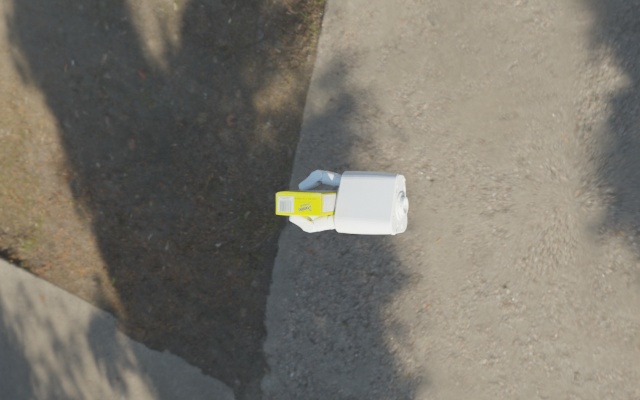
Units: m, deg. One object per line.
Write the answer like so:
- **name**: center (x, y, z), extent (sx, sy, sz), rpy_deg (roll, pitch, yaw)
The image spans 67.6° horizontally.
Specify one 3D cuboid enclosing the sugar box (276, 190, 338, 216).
- **sugar box**: center (0.000, 0.004, 0.897), extent (0.093, 0.048, 0.176), rpy_deg (2, 1, 27)
